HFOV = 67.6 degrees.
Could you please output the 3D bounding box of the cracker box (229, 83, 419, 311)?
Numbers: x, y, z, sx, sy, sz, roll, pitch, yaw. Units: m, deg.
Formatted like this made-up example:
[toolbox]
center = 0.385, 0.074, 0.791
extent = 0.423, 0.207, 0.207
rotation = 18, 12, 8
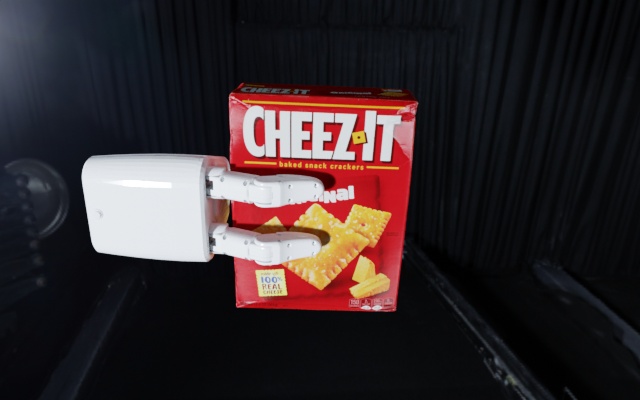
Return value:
[cracker box]
center = 0.000, 0.002, 0.463
extent = 0.164, 0.214, 0.072
rotation = 2, 22, 1
